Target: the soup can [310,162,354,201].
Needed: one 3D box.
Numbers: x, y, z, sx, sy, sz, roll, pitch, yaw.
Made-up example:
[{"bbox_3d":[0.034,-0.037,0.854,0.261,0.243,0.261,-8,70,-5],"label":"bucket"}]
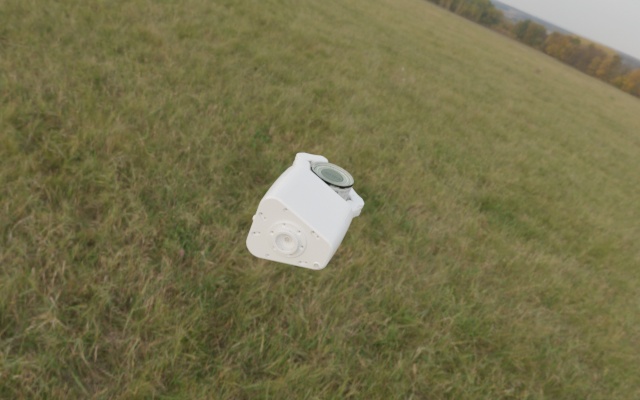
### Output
[{"bbox_3d":[0.000,0.002,0.710,0.068,0.102,0.068,18,28,-10],"label":"soup can"}]
